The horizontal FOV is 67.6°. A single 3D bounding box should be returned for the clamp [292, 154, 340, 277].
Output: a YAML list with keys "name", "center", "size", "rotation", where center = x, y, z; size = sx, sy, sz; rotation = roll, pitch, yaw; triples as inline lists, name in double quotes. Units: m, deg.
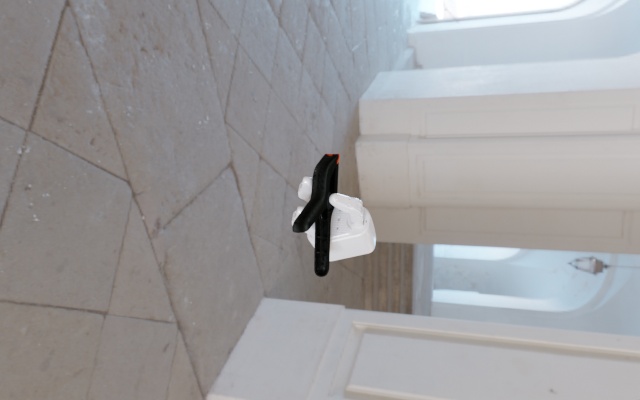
- name: "clamp"
  center: [0.001, 0.002, 0.788]
  size: [0.036, 0.210, 0.165]
  rotation: [3, -25, 15]
